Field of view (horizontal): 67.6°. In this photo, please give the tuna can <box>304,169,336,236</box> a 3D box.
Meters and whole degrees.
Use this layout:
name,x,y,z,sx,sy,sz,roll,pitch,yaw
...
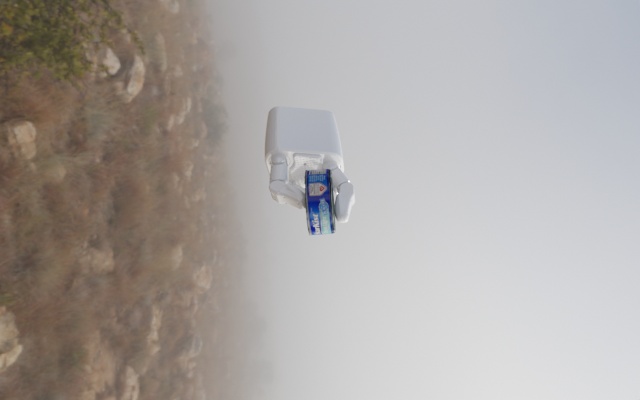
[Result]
name,x,y,z,sx,sy,sz,roll,pitch,yaw
tuna can,0.001,0.002,0.619,0.034,0.086,0.086,-4,0,3
